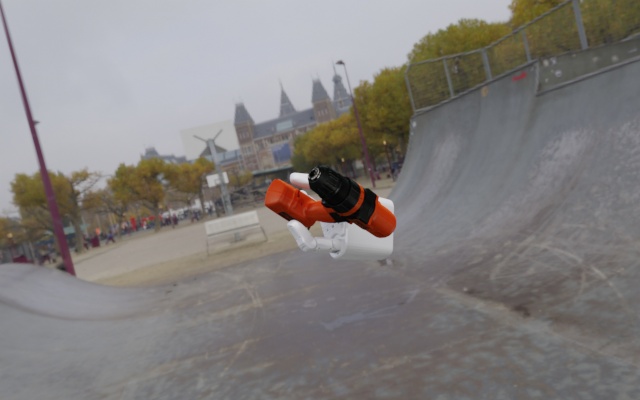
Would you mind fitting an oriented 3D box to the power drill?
[{"bbox_3d":[0.000,0.002,0.739,0.187,0.057,0.184,4,-25,46],"label":"power drill"}]
